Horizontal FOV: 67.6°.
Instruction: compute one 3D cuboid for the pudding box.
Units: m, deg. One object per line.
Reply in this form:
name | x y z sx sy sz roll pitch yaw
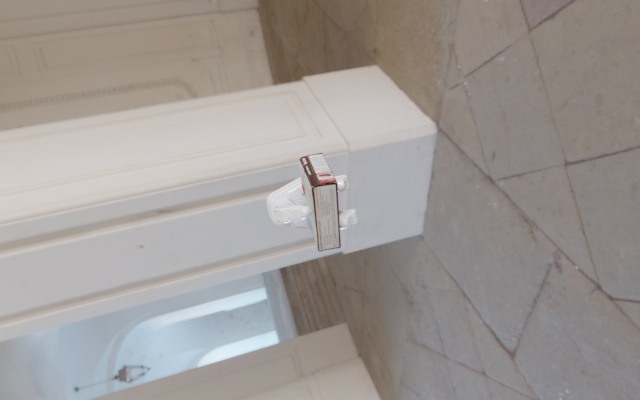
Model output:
pudding box | 0.000 0.002 0.684 0.039 0.114 0.090 -13 34 -8
